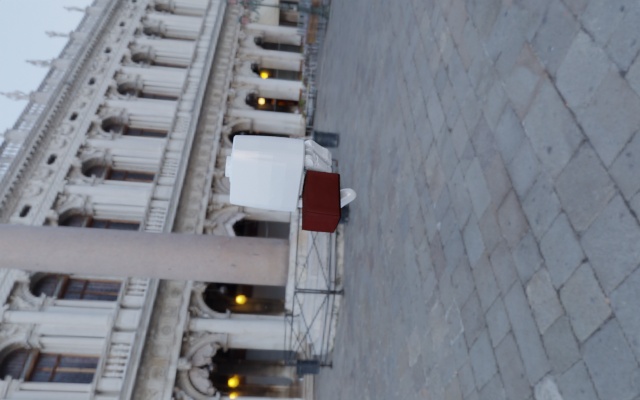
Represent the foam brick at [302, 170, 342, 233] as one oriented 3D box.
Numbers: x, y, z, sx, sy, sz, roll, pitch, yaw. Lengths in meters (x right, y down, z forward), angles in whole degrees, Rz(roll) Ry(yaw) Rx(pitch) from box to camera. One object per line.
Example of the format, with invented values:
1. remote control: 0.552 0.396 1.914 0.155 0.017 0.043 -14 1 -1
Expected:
1. foam brick: 0.000 0.003 0.714 0.051 0.078 0.053 6 -35 -10
